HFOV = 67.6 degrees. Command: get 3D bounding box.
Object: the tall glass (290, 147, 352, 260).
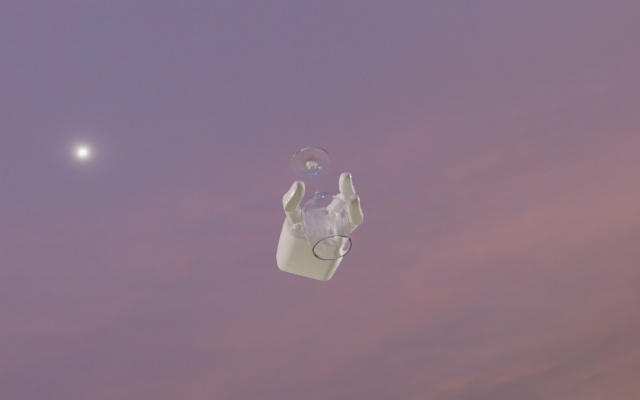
[{"bbox_3d":[0.000,0.002,0.801,0.079,0.200,0.079,-8,-43,-7],"label":"tall glass"}]
